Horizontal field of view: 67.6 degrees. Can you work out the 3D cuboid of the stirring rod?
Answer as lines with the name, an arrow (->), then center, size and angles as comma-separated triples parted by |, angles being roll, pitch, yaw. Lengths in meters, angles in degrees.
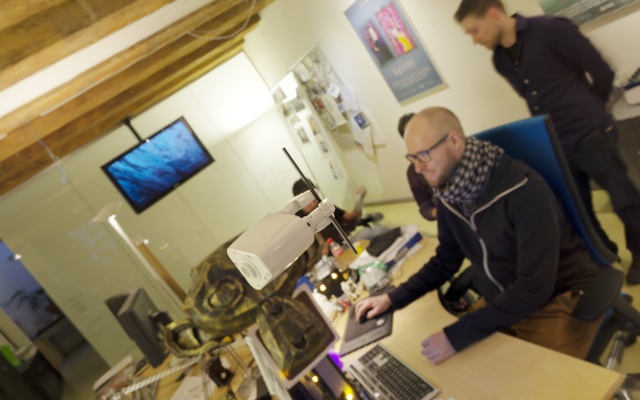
stirring rod -> 0.000, 0.003, 0.877 | 0.011, 0.239, 0.011 | -33, 11, 7
